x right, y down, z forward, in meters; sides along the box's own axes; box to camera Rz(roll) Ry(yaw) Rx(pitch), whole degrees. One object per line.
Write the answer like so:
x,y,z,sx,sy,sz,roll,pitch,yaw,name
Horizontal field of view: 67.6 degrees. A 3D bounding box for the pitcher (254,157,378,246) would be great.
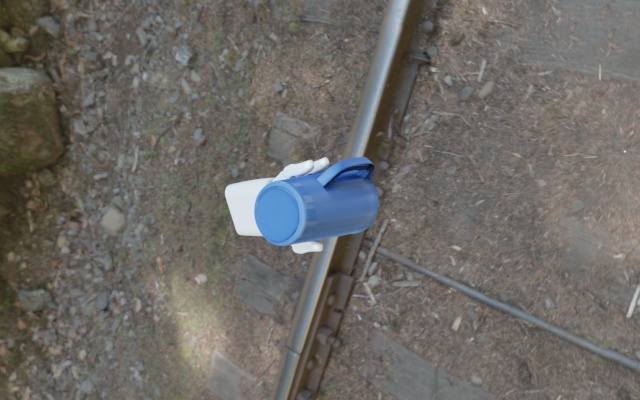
0.000,0.003,0.866,0.145,0.149,0.243,-4,3,33,pitcher
